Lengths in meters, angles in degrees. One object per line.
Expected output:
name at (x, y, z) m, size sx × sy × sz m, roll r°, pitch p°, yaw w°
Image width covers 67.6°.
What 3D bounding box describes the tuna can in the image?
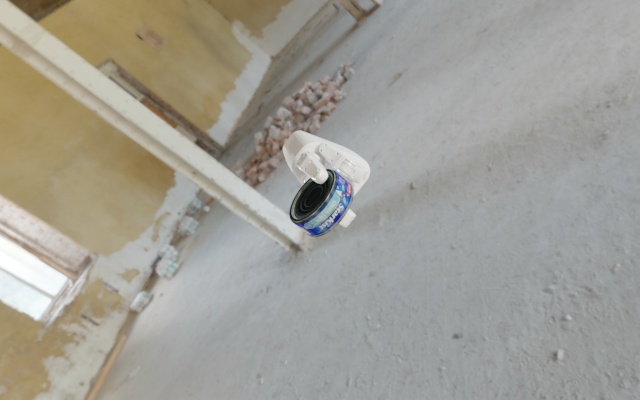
tuna can at (0.000, 0.002, 0.606) m, size 0.034 × 0.086 × 0.086 m, roll 39°, pitch -20°, yaw -26°
